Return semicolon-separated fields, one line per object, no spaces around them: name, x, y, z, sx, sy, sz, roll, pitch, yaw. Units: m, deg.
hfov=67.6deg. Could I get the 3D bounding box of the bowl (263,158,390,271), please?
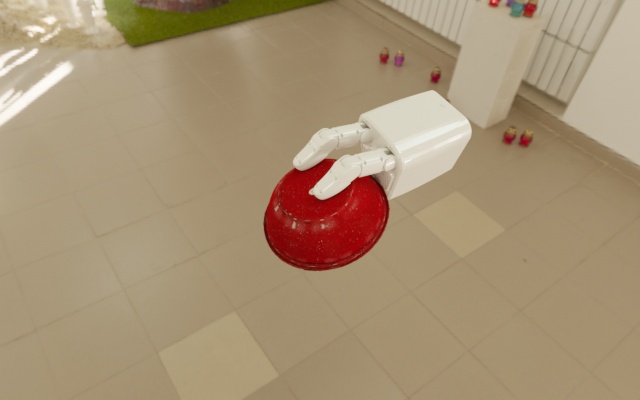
bowl;-0.001;0.002;0.579;0.162;0.162;0.055;0;-36;16
